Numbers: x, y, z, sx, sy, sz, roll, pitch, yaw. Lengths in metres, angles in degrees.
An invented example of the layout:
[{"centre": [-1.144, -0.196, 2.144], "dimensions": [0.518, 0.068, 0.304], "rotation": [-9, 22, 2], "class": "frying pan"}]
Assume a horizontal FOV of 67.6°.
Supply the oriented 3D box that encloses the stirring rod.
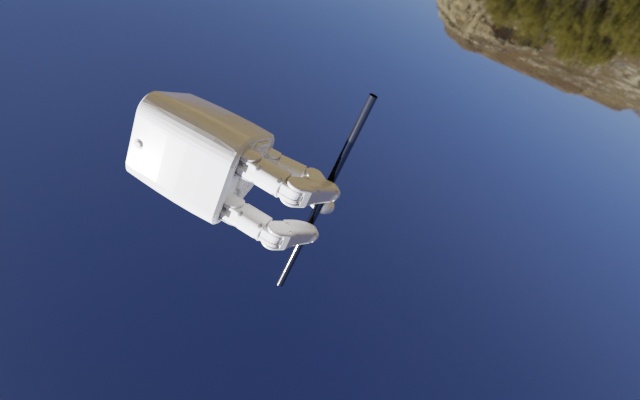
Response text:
[{"centre": [0.000, 0.001, 0.475], "dimensions": [0.011, 0.240, 0.011], "rotation": [19, 32, -12], "class": "stirring rod"}]
